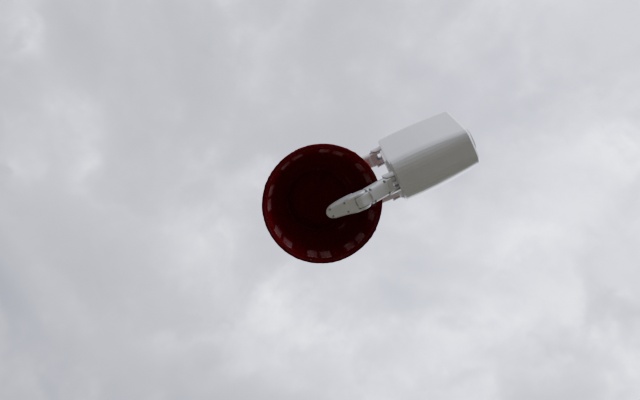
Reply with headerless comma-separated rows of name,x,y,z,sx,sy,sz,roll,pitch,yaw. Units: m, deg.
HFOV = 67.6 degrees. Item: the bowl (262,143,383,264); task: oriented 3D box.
bowl,-0.001,0.002,0.656,0.162,0.162,0.055,0,8,-8
